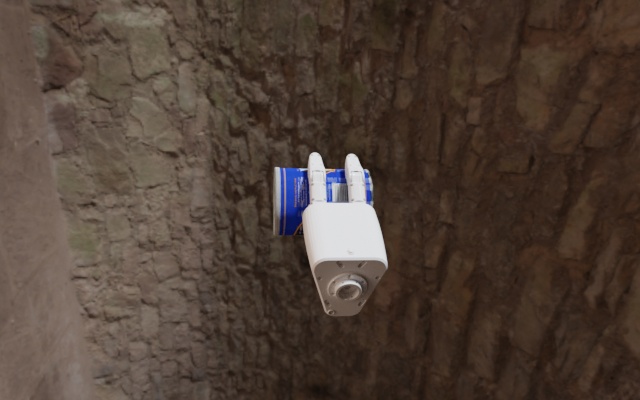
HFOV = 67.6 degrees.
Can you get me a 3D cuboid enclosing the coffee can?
[{"bbox_3d":[0.000,0.002,0.722,0.140,0.103,0.103,1,0,-7],"label":"coffee can"}]
